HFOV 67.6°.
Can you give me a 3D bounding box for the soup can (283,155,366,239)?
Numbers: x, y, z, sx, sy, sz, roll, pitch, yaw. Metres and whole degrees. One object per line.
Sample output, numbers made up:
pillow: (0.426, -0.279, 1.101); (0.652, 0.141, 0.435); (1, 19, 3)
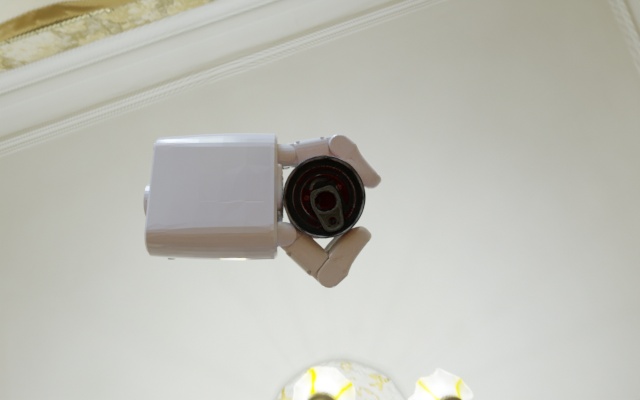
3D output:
soup can: (0.001, 0.001, 0.437); (0.068, 0.068, 0.102); (0, -5, -4)
